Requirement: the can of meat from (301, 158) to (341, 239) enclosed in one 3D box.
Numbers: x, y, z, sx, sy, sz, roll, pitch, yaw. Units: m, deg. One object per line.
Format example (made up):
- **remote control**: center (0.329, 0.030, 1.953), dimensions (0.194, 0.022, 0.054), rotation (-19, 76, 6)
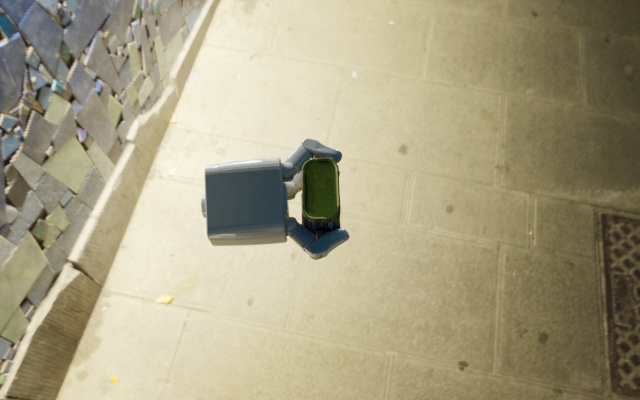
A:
- **can of meat**: center (0.000, 0.002, 0.673), dimensions (0.057, 0.102, 0.084), rotation (-2, -28, -1)
